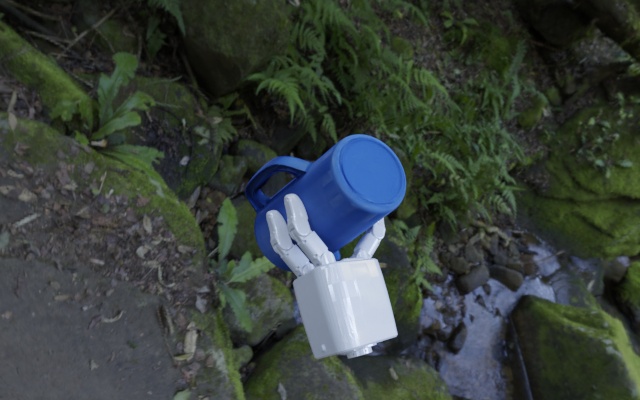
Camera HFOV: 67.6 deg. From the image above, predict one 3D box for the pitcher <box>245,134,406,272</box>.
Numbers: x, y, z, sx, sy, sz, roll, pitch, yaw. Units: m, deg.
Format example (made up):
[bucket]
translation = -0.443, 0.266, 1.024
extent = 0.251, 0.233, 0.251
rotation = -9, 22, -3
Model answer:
[pitcher]
translation = 0.000, 0.002, 0.672
extent = 0.149, 0.145, 0.243
rotation = -3, -21, -30
